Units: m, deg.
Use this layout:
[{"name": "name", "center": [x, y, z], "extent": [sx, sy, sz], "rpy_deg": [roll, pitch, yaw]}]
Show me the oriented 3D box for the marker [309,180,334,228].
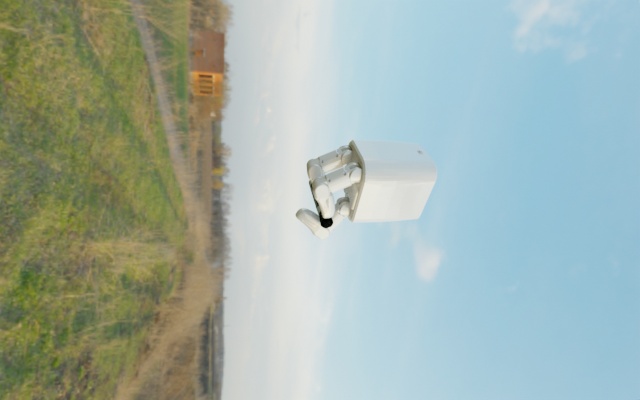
[{"name": "marker", "center": [0.000, 0.002, 0.714], "extent": [0.020, 0.020, 0.121], "rpy_deg": [0, 32, -11]}]
